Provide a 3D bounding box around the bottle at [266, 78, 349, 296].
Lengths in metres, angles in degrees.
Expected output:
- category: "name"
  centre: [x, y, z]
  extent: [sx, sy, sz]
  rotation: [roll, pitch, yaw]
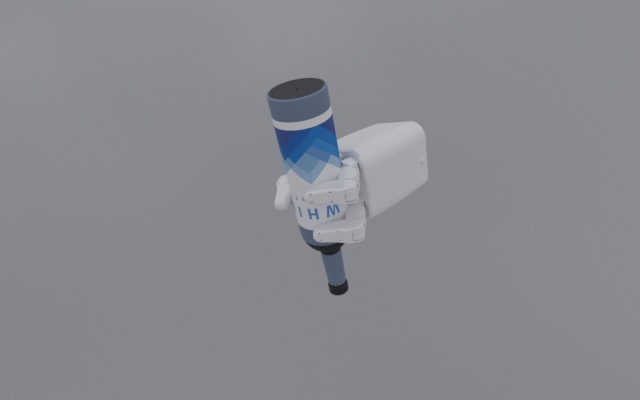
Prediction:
- category: "bottle"
  centre: [0.000, 0.002, 0.590]
  extent: [0.069, 0.296, 0.069]
  rotation: [-9, 32, 5]
